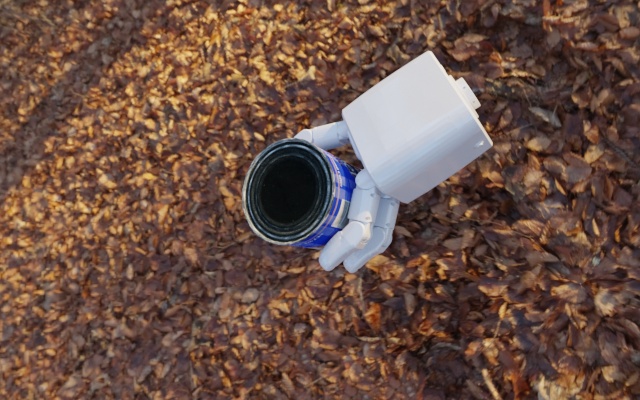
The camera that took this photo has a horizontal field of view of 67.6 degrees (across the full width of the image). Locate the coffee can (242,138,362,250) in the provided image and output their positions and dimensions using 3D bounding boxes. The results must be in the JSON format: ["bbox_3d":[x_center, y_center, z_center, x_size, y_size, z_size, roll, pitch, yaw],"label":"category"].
[{"bbox_3d":[0.000,0.002,0.507,0.103,0.103,0.140,0,-9,28],"label":"coffee can"}]
